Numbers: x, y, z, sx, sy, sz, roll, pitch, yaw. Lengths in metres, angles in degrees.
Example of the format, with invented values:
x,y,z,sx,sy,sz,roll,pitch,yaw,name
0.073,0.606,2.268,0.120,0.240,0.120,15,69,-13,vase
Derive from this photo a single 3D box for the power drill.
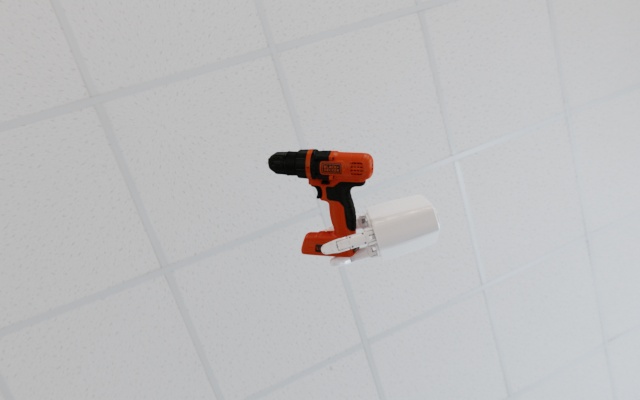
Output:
x,y,z,sx,sy,sz,roll,pitch,yaw,name
0.000,0.003,0.836,0.184,0.188,0.057,3,20,15,power drill
